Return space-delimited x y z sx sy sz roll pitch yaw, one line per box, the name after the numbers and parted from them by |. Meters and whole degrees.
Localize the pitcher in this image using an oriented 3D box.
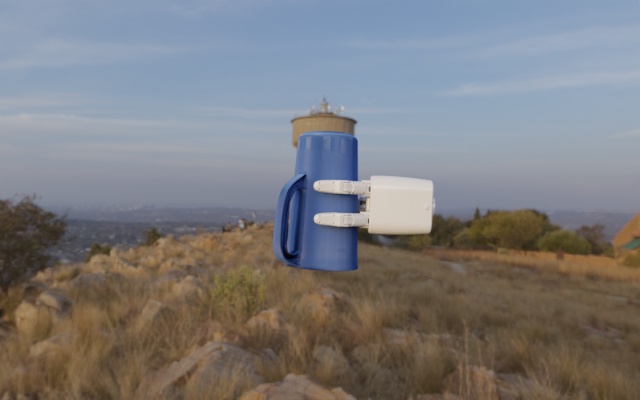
0.000 0.003 0.848 0.145 0.243 0.149 3 -1 3 | pitcher
